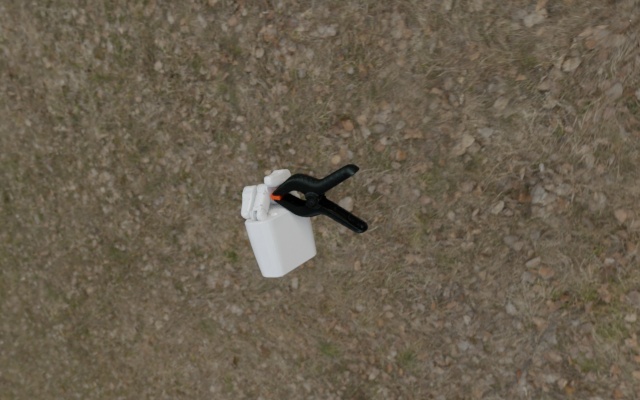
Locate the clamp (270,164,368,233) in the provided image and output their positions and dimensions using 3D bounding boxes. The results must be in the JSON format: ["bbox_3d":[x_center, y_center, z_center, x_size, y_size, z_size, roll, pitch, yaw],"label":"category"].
[{"bbox_3d":[0.000,0.003,0.785,0.171,0.120,0.039,-3,22,34],"label":"clamp"}]
